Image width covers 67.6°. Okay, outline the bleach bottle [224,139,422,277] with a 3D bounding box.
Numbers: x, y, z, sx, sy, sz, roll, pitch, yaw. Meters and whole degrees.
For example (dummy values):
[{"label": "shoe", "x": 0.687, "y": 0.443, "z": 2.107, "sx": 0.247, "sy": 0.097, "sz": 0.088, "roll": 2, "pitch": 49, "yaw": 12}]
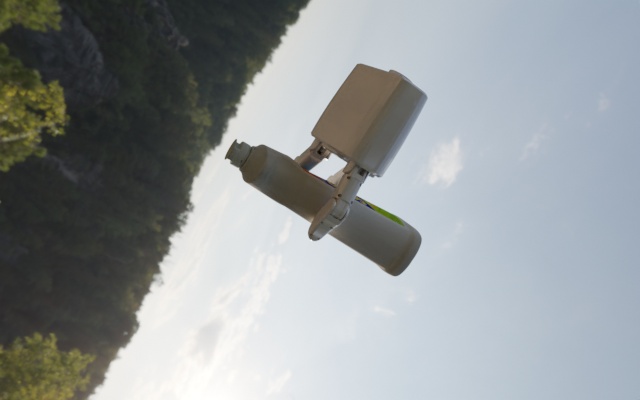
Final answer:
[{"label": "bleach bottle", "x": 0.000, "y": 0.002, "z": 0.585, "sx": 0.251, "sy": 0.068, "sz": 0.102, "roll": 30, "pitch": 6, "yaw": -21}]
